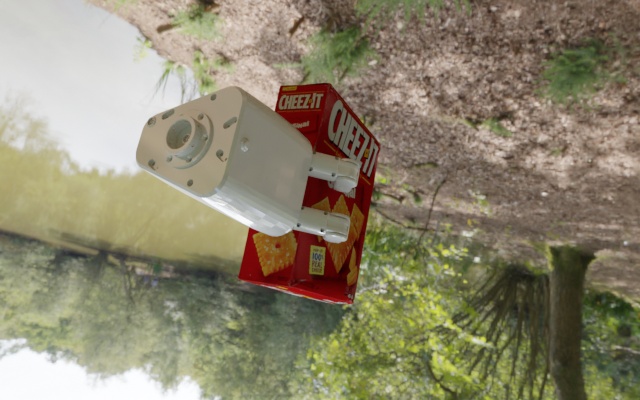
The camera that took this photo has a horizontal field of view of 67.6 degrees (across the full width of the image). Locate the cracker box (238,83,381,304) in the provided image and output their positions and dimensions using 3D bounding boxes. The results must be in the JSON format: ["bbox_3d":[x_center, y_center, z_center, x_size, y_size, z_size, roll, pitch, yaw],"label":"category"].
[{"bbox_3d":[0.000,0.002,0.543,0.072,0.213,0.164,4,-16,28],"label":"cracker box"}]
